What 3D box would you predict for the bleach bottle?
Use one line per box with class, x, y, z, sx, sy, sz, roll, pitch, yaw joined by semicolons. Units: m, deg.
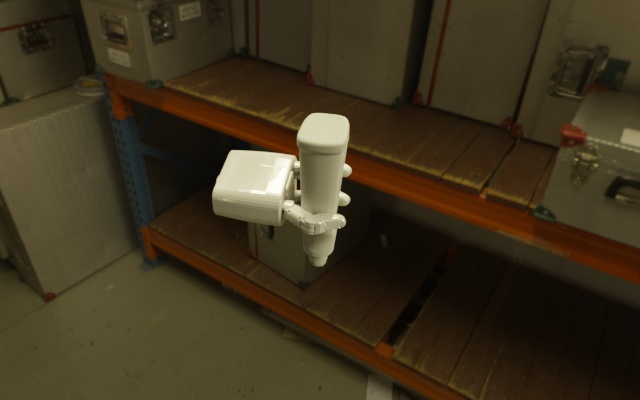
bleach bottle;0.000;0.002;0.722;0.068;0.251;0.102;7;34;6
